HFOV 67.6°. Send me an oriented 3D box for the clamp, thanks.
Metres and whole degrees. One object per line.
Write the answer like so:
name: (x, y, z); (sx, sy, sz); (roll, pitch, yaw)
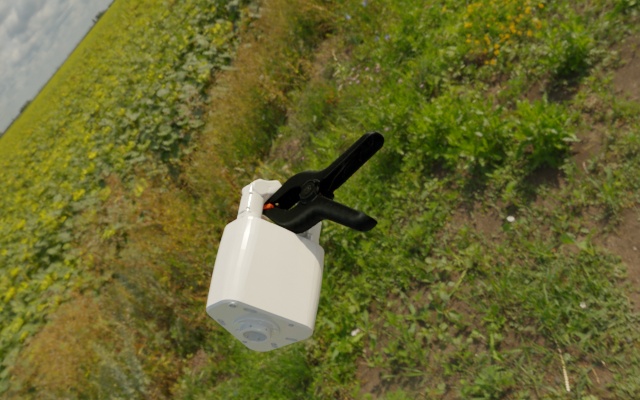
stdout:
clamp: (0.000, 0.001, 0.532); (0.171, 0.120, 0.039); (-28, -52, 32)
